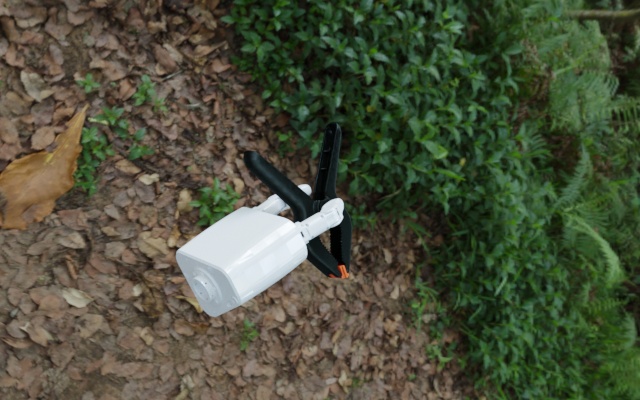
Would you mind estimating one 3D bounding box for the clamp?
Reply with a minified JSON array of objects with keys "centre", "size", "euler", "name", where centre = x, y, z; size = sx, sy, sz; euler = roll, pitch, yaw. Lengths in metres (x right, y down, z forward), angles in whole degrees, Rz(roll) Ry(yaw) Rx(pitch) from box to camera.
[{"centre":[0.001,0.003,0.638],"size":[0.036,0.210,0.164],"euler":[-7,21,49],"name":"clamp"}]
